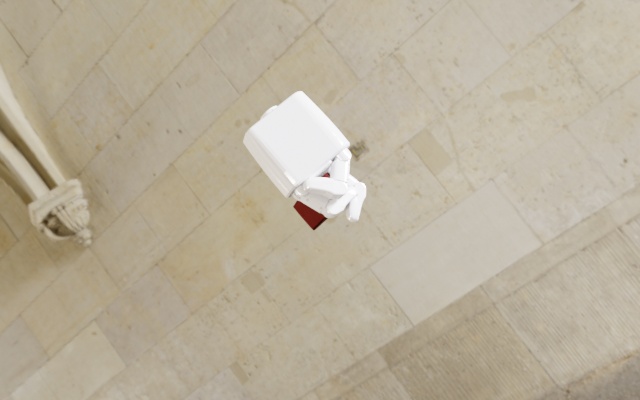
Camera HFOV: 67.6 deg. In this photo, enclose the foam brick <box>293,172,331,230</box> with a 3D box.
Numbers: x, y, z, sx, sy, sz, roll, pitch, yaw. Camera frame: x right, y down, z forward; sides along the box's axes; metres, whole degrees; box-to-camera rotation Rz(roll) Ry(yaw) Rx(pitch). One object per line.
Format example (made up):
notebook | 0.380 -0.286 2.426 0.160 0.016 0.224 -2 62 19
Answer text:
foam brick | 0.000 0.003 0.728 0.053 0.051 0.078 -41 -3 -24
